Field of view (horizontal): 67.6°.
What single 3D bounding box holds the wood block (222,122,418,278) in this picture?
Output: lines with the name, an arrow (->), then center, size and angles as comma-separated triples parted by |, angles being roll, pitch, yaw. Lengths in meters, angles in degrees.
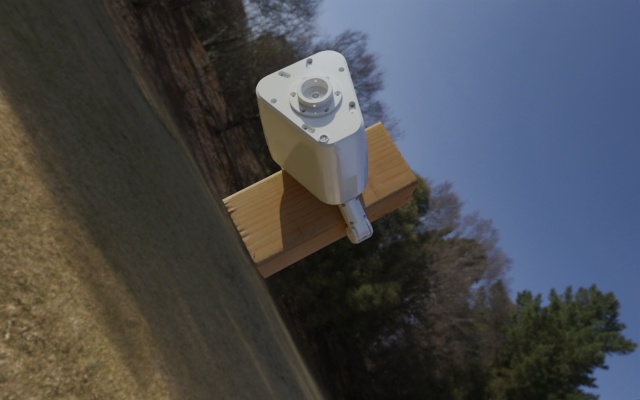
wood block -> 0.000, 0.002, 0.578 | 0.206, 0.090, 0.090 | -27, -15, -9
